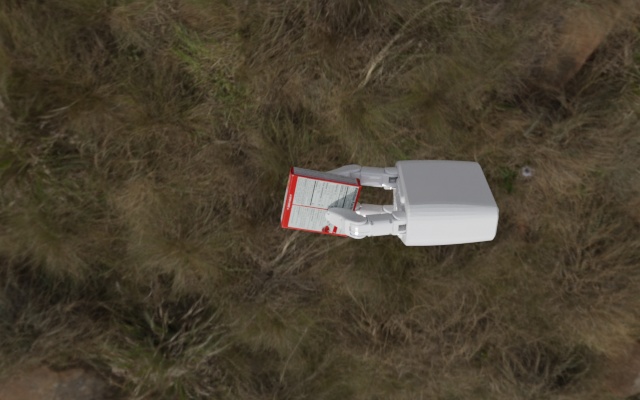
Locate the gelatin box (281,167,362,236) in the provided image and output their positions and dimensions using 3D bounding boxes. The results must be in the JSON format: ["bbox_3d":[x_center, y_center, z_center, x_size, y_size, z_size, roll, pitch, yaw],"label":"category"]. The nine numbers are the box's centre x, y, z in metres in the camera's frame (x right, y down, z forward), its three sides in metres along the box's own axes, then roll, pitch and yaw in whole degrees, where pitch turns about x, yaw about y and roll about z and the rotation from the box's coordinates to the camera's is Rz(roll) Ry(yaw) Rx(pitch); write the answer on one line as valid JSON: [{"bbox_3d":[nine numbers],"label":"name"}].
[{"bbox_3d":[0.000,0.002,0.597,0.089,0.073,0.030,9,25,-10],"label":"gelatin box"}]
